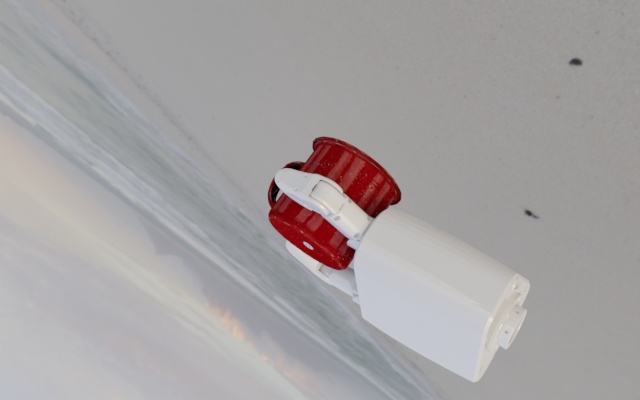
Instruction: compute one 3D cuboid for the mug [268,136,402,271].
[{"bbox_3d":[-0.001,0.001,0.419,0.117,0.081,0.093,26,-18,33],"label":"mug"}]
